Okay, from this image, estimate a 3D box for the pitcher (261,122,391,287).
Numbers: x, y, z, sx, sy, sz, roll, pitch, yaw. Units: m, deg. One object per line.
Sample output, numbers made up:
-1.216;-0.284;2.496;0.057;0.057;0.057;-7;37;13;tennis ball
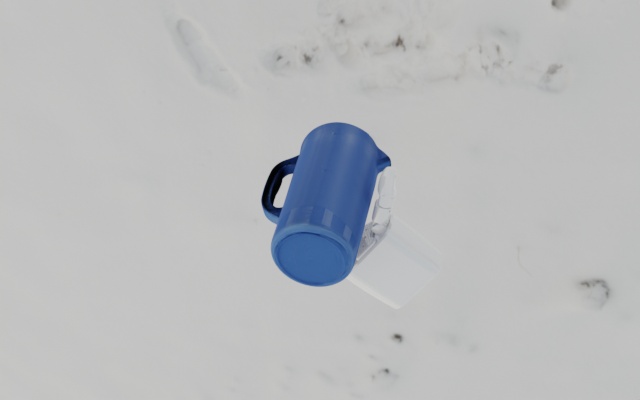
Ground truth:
0.000;0.002;0.684;0.145;0.242;0.149;35;-53;-14;pitcher
